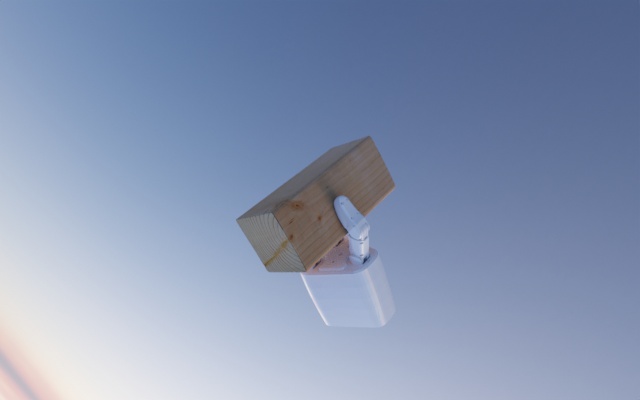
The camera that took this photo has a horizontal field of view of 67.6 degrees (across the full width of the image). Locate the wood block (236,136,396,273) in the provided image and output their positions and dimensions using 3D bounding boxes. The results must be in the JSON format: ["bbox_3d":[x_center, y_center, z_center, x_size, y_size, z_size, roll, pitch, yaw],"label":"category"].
[{"bbox_3d":[0.000,0.003,0.662,0.091,0.090,0.206,-10,24,50],"label":"wood block"}]
